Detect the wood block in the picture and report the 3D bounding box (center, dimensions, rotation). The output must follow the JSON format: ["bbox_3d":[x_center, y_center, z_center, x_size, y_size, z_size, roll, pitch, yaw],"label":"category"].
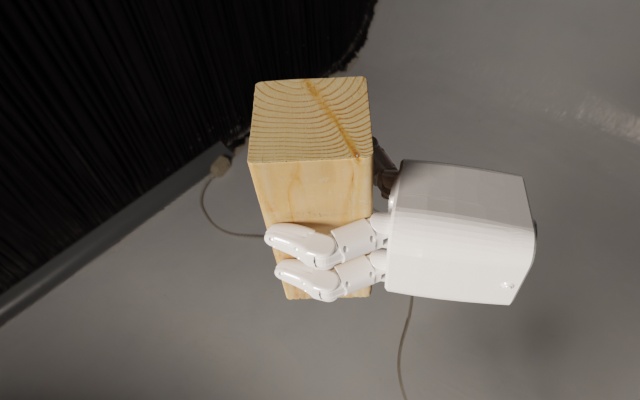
[{"bbox_3d":[0.000,0.001,0.431,0.090,0.090,0.206,-3,-39,3],"label":"wood block"}]
